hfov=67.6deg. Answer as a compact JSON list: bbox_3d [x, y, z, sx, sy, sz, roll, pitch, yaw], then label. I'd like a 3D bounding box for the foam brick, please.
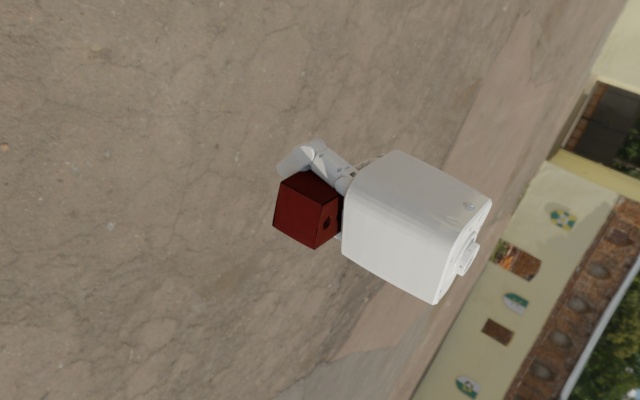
[{"bbox_3d":[0.000,0.002,0.463,0.051,0.053,0.078,30,37,24],"label":"foam brick"}]
